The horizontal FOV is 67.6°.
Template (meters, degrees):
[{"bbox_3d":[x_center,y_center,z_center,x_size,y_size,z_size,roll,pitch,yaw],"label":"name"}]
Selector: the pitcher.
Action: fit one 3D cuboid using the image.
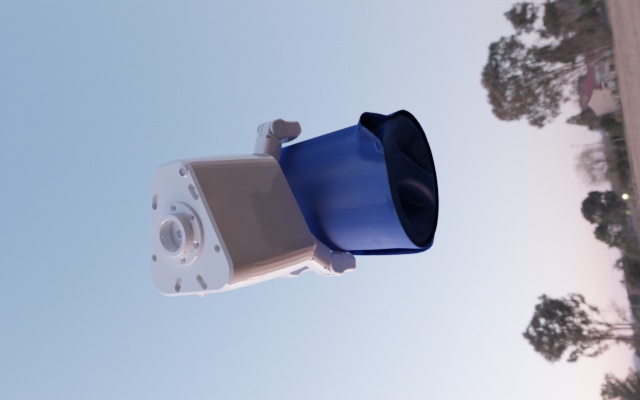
[{"bbox_3d":[0.000,0.002,0.520,0.243,0.149,0.145,-9,1,32],"label":"pitcher"}]
